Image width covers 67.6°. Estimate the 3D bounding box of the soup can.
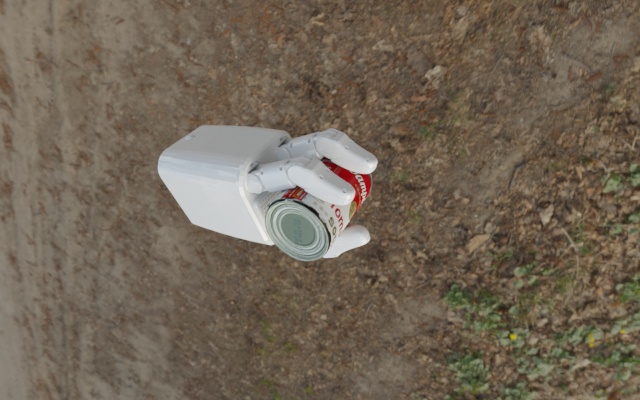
[{"bbox_3d":[0.000,0.002,0.459,0.068,0.068,0.102,0,31,31],"label":"soup can"}]
